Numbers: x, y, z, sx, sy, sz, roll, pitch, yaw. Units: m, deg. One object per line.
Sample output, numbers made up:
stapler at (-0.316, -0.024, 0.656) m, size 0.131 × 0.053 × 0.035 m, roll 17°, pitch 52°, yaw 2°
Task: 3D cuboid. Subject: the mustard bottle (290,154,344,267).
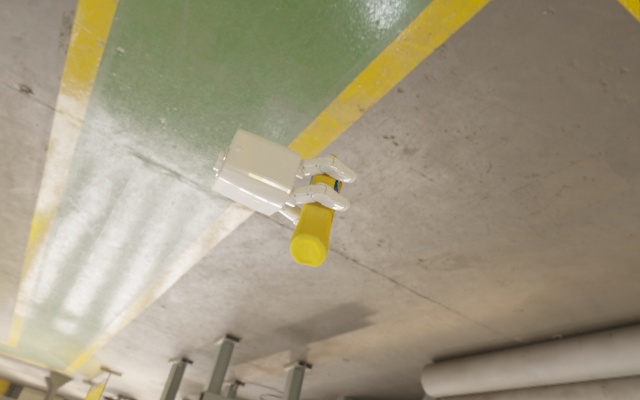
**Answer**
mustard bottle at (0.000, 0.003, 0.765) m, size 0.058 × 0.191 × 0.096 m, roll 10°, pitch -34°, yaw 6°
